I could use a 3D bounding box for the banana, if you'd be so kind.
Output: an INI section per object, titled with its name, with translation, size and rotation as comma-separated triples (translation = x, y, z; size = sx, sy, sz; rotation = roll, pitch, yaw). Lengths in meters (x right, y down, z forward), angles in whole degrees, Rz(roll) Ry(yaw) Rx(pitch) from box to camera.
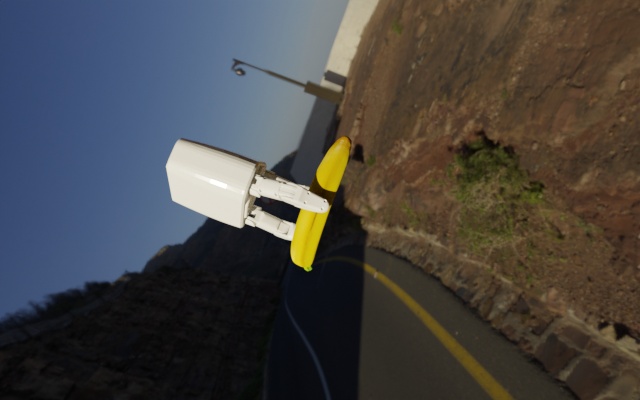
[banana]
translation = -0.003, 0.008, 0.632
size = 0.037, 0.198, 0.069
rotation = 20, 12, 4
